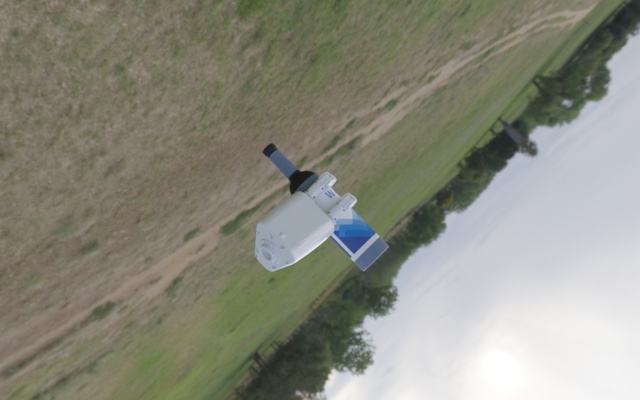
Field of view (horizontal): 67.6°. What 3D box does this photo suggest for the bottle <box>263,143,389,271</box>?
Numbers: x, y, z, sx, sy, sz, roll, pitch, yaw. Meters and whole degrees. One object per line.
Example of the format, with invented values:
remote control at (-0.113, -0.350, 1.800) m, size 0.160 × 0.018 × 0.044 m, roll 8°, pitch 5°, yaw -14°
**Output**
bottle at (0.000, 0.003, 0.897) m, size 0.069 × 0.295 × 0.069 m, roll -43°, pitch -8°, yaw -8°
